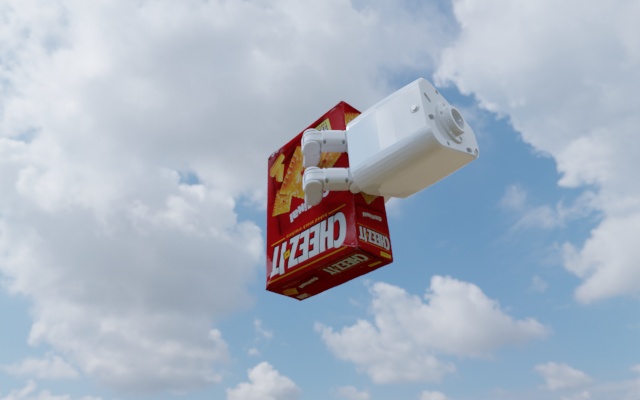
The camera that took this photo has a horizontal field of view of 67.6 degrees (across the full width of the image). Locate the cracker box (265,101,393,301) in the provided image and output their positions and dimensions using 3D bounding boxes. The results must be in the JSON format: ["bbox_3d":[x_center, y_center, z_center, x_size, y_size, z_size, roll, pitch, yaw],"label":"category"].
[{"bbox_3d":[0.000,0.002,0.626,0.072,0.213,0.164,24,-40,-37],"label":"cracker box"}]
